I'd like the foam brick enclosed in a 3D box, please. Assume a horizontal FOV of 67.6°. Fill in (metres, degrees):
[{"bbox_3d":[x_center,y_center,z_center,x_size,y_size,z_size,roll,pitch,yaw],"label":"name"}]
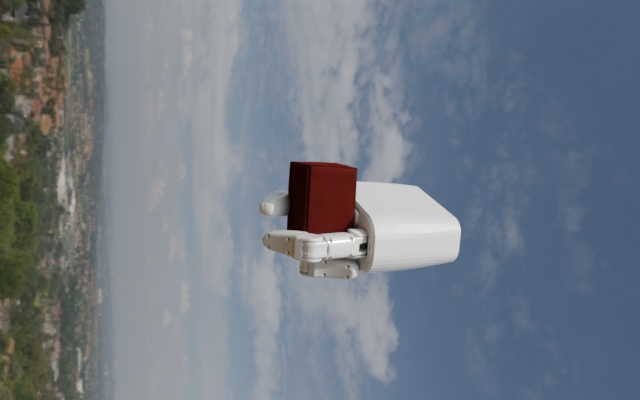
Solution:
[{"bbox_3d":[0.000,0.001,0.467,0.051,0.078,0.053,-1,10,-23],"label":"foam brick"}]
